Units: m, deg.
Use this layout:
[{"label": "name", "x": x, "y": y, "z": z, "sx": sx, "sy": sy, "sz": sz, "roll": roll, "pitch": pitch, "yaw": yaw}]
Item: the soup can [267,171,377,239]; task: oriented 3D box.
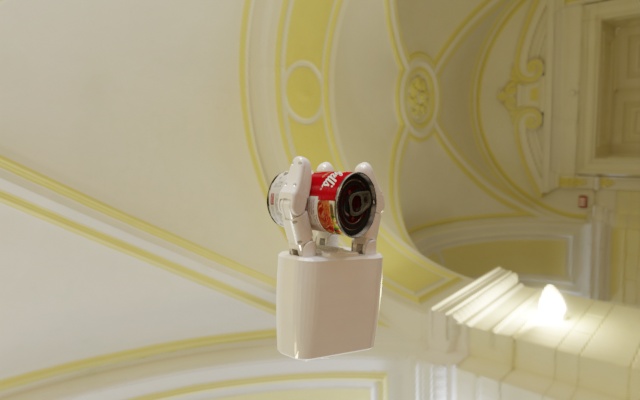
[{"label": "soup can", "x": 0.000, "y": 0.001, "z": 0.517, "sx": 0.102, "sy": 0.068, "sz": 0.068, "roll": 5, "pitch": 3, "yaw": 41}]
